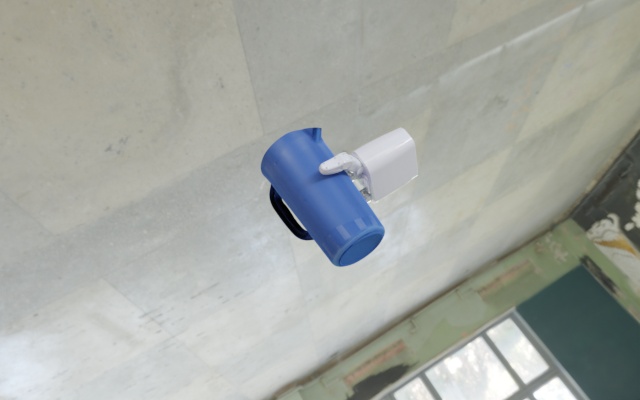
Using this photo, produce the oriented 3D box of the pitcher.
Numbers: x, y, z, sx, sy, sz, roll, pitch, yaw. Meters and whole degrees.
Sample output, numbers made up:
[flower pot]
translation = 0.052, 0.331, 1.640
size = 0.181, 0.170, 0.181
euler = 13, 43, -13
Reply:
[pitcher]
translation = 0.000, 0.003, 0.860
size = 0.145, 0.242, 0.149
euler = -31, -27, -9
